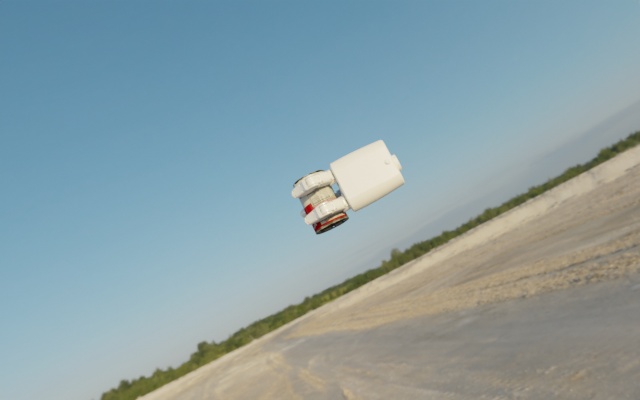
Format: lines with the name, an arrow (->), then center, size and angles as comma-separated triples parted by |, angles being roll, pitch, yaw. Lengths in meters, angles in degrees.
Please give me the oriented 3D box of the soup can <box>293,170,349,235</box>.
soup can -> 0.000, 0.003, 0.885 | 0.068, 0.102, 0.068 | -26, -11, -5
